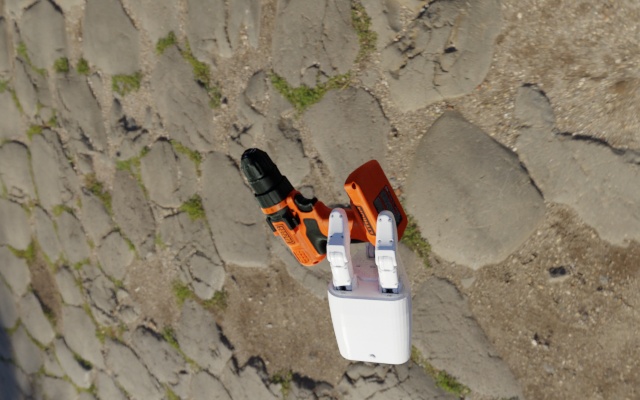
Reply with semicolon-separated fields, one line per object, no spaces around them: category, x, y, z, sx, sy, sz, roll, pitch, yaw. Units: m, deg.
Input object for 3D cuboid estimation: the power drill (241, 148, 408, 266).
power drill;0.001;0.002;0.592;0.187;0.184;0.057;-7;34;45
